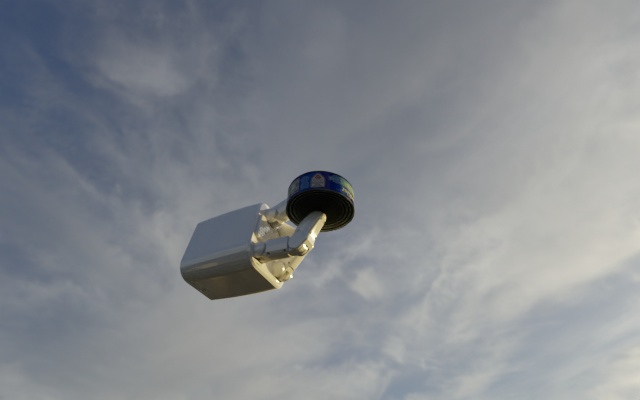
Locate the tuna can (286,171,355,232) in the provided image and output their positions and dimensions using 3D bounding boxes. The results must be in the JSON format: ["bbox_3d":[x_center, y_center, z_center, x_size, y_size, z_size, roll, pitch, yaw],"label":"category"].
[{"bbox_3d":[0.000,0.002,0.602,0.086,0.033,0.086,1,-39,1],"label":"tuna can"}]
